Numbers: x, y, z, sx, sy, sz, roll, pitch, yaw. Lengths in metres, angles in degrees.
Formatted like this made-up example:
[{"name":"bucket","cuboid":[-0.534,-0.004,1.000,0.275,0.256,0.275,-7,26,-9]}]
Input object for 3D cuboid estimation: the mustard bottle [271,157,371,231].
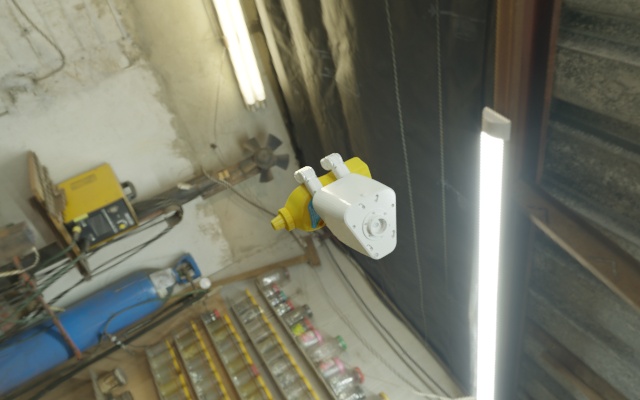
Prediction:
[{"name":"mustard bottle","cuboid":[0.000,0.003,0.845,0.191,0.096,0.058,-28,47,-18]}]
